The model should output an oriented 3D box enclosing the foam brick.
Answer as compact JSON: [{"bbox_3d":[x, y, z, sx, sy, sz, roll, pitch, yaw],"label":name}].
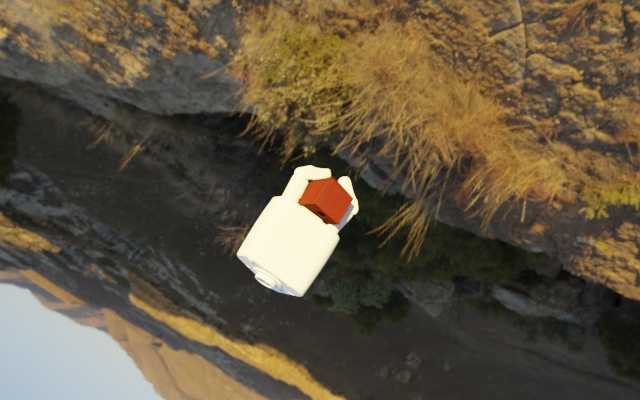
[{"bbox_3d":[0.000,0.002,0.724,0.053,0.051,0.078,44,-26,-25],"label":"foam brick"}]
